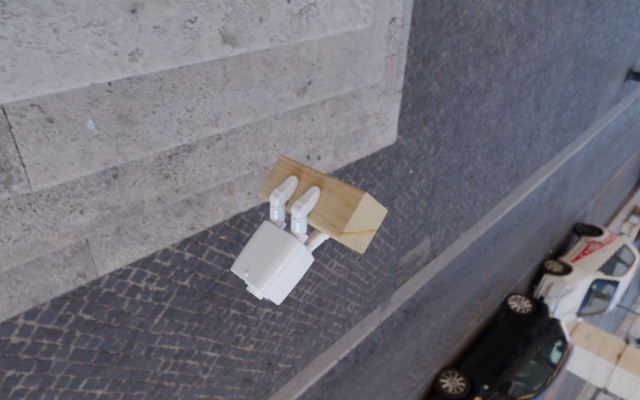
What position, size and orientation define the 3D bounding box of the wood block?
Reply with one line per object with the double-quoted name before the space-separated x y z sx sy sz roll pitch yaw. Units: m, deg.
"wood block" 0.000 0.003 0.847 0.206 0.090 0.091 27 -5 38
